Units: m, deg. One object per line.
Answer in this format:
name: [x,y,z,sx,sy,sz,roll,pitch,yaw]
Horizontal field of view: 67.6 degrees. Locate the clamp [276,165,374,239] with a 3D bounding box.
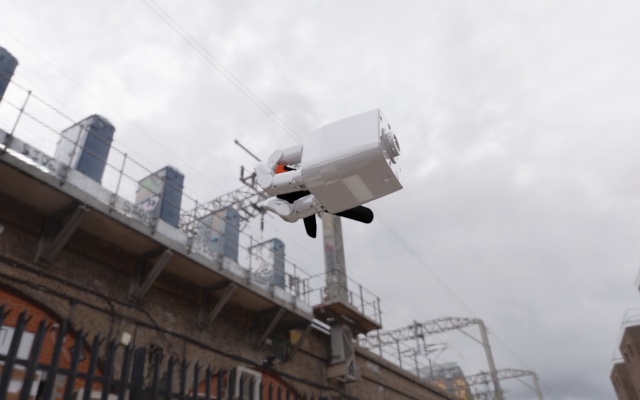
clamp: [0.000,0.002,0.704,0.120,0.039,0.171,-17,-36,21]
